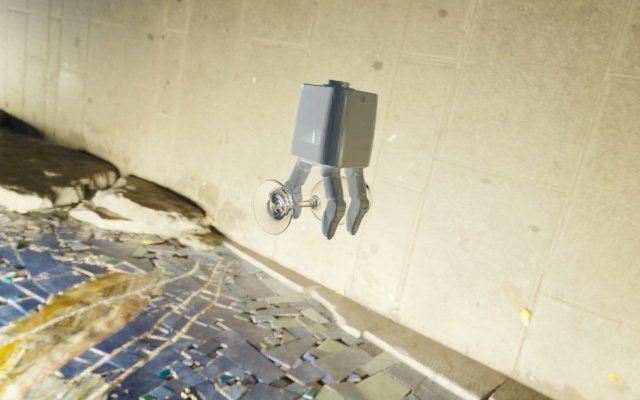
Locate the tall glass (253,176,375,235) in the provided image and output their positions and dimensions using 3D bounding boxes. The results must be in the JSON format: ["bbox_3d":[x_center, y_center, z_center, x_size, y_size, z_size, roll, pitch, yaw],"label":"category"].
[{"bbox_3d":[0.000,0.002,0.707,0.079,0.079,0.201,0,4,40],"label":"tall glass"}]
